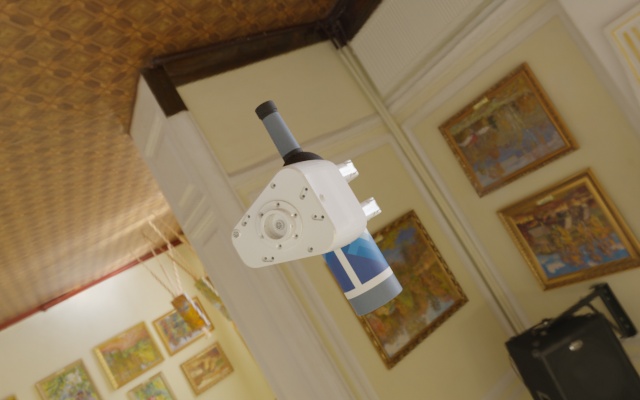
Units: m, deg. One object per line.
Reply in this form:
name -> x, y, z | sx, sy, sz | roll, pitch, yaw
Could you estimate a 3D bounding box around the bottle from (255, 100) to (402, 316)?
bottle -> 0.000, 0.002, 0.614 | 0.069, 0.295, 0.069 | -30, -5, -3
